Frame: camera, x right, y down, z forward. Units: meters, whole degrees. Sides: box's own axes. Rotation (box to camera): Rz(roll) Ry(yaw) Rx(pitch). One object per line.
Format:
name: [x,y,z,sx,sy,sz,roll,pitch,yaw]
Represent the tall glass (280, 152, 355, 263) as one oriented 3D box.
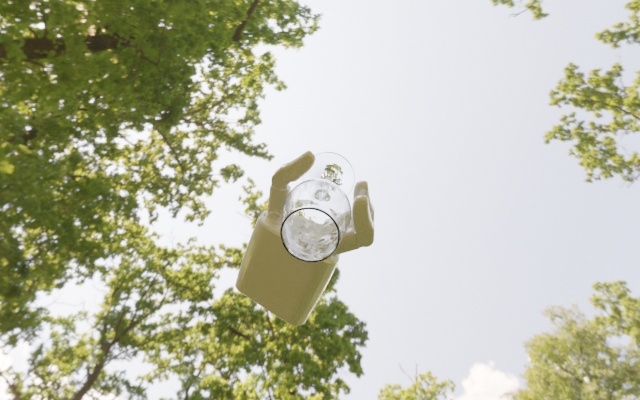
tall glass: [0.000,0.002,0.578,0.079,0.079,0.201,0,20,7]
